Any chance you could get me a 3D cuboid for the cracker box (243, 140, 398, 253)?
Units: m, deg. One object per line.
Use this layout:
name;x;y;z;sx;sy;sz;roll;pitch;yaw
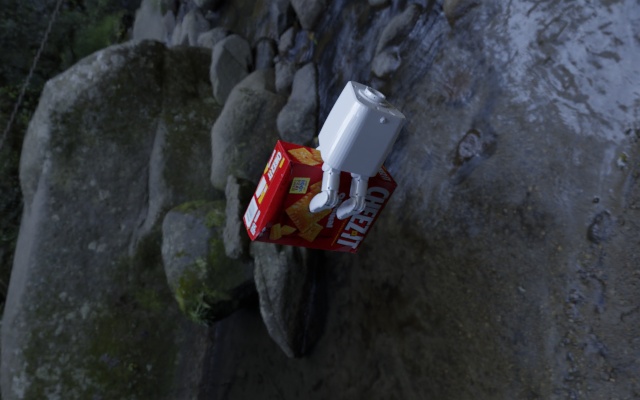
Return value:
cracker box;0.000;0.003;0.809;0.214;0.164;0.072;10;33;-31
